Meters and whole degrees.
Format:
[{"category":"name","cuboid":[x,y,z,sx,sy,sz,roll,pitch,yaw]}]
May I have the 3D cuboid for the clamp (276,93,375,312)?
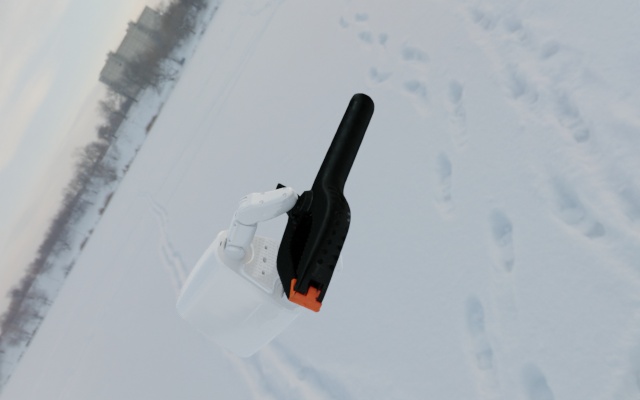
[{"category":"clamp","cuboid":[-0.001,0.002,0.439,0.036,0.165,0.209,27,34,-20]}]
